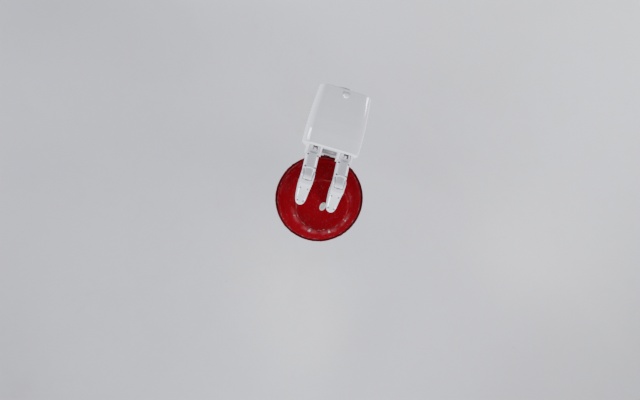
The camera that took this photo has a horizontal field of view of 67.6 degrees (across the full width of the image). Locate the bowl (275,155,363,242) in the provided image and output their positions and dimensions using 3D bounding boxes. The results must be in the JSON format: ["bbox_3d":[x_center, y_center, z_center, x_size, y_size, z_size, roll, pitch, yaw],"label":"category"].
[{"bbox_3d":[0.000,0.004,0.849,0.162,0.162,0.055,0,12,-5],"label":"bowl"}]
